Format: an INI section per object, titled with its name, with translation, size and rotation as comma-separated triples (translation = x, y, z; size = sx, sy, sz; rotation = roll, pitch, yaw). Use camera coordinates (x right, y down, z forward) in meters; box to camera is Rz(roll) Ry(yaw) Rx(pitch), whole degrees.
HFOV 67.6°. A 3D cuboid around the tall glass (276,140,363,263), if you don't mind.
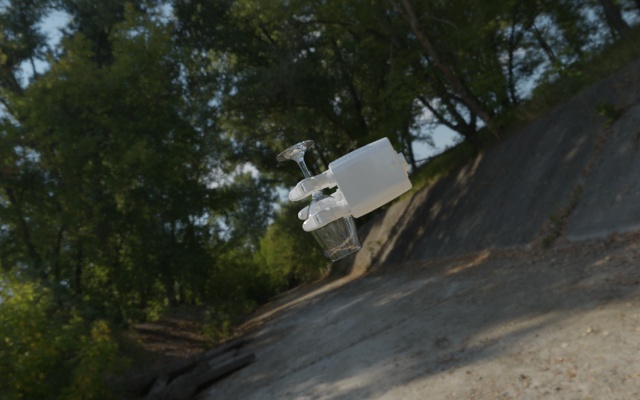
[tall glass]
translation = 0.000, 0.002, 0.812
size = 0.079, 0.201, 0.079
rotation = -25, -6, -3
